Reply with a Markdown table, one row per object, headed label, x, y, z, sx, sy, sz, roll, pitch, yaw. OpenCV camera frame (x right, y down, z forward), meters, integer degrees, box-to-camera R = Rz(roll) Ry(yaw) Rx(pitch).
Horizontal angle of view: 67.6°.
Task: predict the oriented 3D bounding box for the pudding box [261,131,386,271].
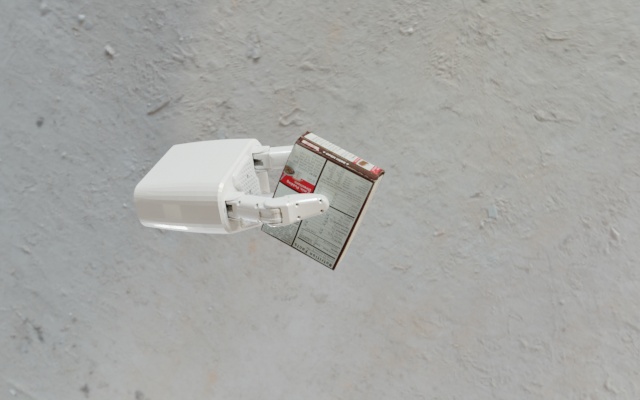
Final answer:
| label | x | y | z | sx | sy | sz | roll | pitch | yaw |
| --- | --- | --- | --- | --- | --- | --- | --- | --- | --- |
| pudding box | 0.000 | 0.002 | 0.478 | 0.090 | 0.113 | 0.039 | 28 | 29 | 9 |
